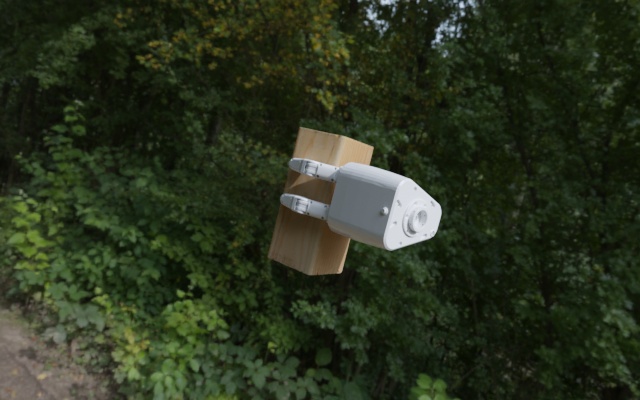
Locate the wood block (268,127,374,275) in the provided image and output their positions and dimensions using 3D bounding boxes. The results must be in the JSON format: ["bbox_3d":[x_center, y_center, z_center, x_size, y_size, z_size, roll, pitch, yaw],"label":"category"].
[{"bbox_3d":[0.001,0.002,0.741,0.090,0.206,0.091,17,5,35],"label":"wood block"}]
